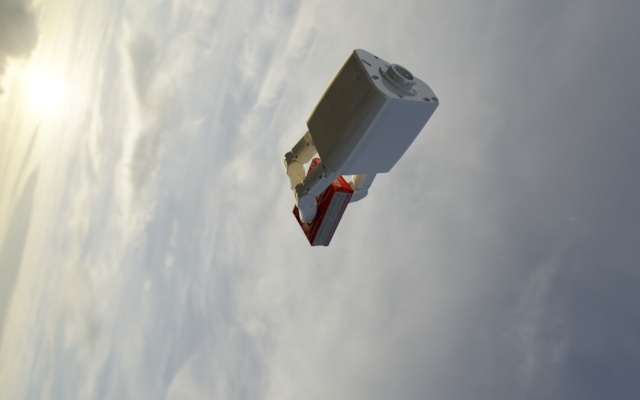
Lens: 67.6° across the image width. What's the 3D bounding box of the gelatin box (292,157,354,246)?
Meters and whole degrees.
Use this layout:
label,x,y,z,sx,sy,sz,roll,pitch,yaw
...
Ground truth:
label,x,y,z,sx,sy,sz,roll,pitch,yaw
gelatin box,0.000,0.002,0.607,0.030,0.089,0.073,5,32,-30
